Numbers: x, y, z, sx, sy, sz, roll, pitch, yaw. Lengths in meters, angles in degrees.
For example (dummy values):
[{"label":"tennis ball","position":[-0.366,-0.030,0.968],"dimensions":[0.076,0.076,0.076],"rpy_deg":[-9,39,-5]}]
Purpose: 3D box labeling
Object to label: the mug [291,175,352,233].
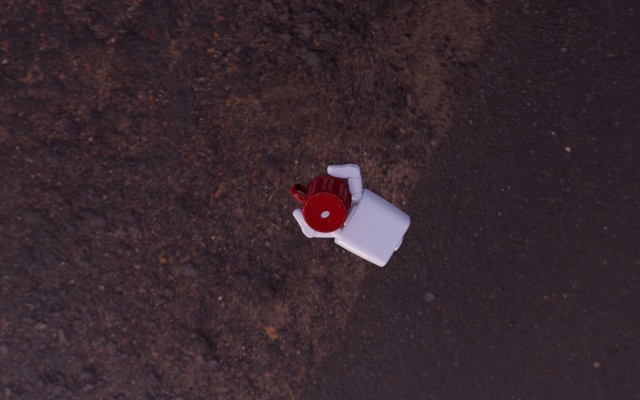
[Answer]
[{"label":"mug","position":[-0.001,0.002,0.873],"dimensions":[0.117,0.093,0.081],"rpy_deg":[29,20,-6]}]
